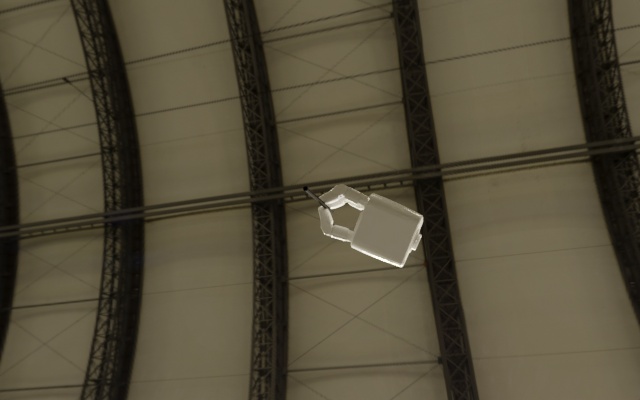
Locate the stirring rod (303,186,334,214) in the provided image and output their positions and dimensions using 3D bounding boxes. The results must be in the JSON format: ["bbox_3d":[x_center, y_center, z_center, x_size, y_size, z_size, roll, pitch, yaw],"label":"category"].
[{"bbox_3d":[0.000,0.003,0.896,0.011,0.011,0.239,0,-11,12],"label":"stirring rod"}]
